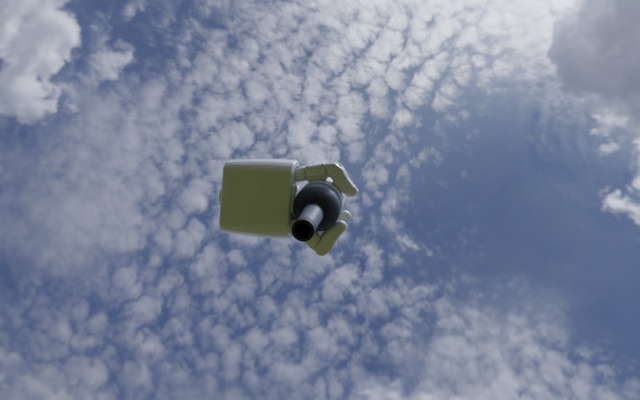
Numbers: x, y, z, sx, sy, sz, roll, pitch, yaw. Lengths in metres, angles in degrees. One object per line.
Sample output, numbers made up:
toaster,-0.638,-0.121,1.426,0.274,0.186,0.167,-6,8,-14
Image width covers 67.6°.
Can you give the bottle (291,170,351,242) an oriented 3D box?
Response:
bottle,0.000,0.002,0.700,0.069,0.069,0.295,0,13,8
